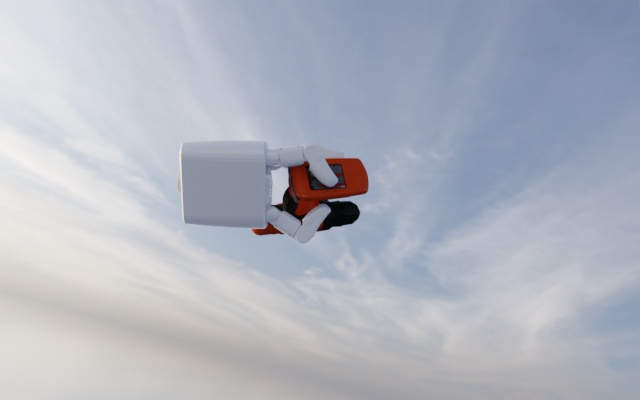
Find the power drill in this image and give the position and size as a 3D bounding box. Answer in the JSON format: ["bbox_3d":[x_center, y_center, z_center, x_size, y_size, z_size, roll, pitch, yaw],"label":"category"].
[{"bbox_3d":[0.000,0.002,0.702,0.184,0.057,0.188,-6,-20,-22],"label":"power drill"}]
